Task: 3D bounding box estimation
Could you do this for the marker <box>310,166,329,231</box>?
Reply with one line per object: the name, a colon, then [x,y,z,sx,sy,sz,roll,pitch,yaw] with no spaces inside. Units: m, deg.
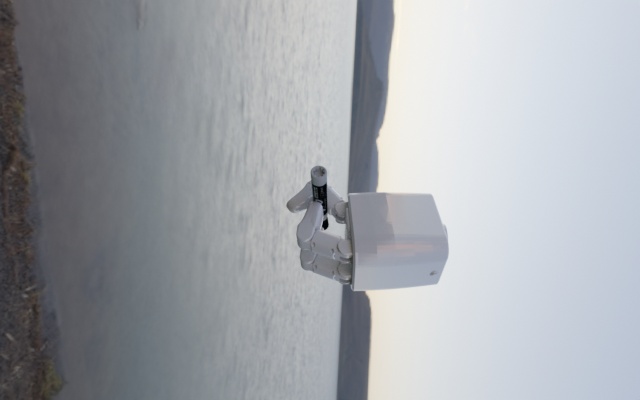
marker: [0.000,0.002,0.581,0.020,0.020,0.121,0,-34,2]
